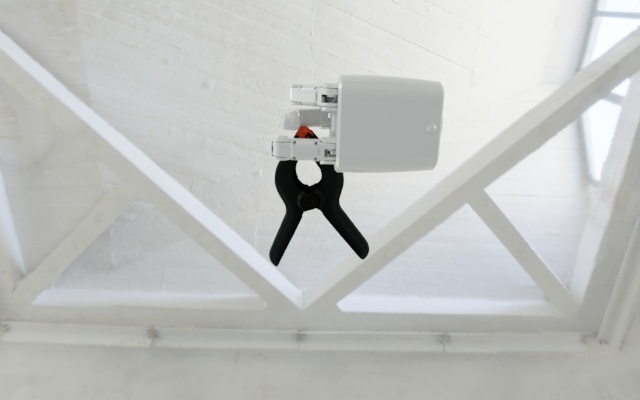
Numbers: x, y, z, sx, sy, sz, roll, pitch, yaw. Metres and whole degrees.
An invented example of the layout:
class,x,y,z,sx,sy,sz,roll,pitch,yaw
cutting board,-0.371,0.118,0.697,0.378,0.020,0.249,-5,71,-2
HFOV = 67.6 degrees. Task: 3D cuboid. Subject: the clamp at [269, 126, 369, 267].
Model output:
class,x,y,z,sx,sy,sz,roll,pitch,yaw
clamp,0.000,0.001,0.554,0.120,0.171,0.039,1,23,-4
